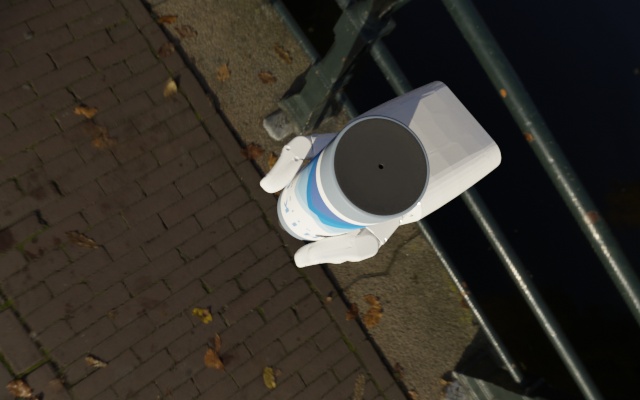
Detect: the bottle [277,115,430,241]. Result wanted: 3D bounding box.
[{"bbox_3d":[0.000,0.001,0.434,0.069,0.069,0.296,0,-9,-15],"label":"bottle"}]
